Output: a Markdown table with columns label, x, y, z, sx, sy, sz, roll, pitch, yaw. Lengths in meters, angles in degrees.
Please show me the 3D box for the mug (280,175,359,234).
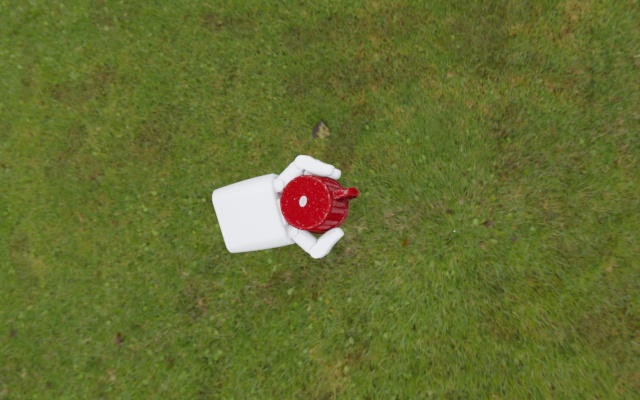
| label | x | y | z | sx | sy | sz | roll | pitch | yaw |
| --- | --- | --- | --- | --- | --- | --- | --- | --- | --- |
| mug | 0.001 | 0.002 | 0.718 | 0.117 | 0.093 | 0.081 | -13 | -7 | 16 |
